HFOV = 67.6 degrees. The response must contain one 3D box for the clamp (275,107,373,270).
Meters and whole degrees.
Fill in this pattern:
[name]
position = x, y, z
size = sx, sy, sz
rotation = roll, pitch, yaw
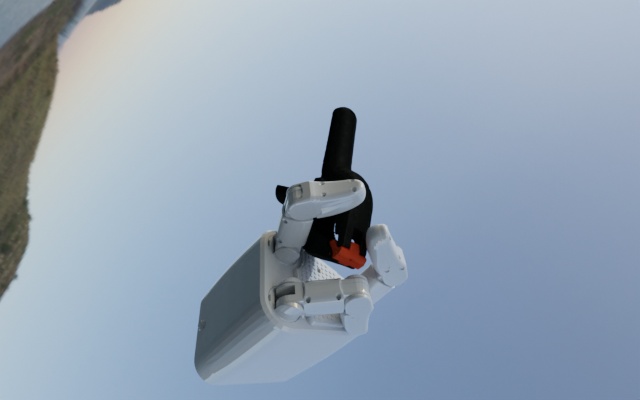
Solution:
[clamp]
position = 0.001, 0.002, 0.431
size = 0.039, 0.171, 0.120
rotation = 23, -54, -23
